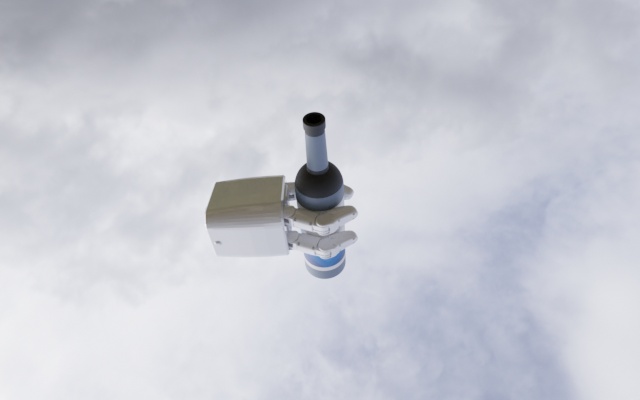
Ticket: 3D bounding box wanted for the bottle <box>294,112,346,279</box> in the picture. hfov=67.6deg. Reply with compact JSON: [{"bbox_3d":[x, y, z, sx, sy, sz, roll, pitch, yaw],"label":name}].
[{"bbox_3d":[0.000,0.002,0.669,0.069,0.069,0.296,0,-42,4],"label":"bottle"}]
